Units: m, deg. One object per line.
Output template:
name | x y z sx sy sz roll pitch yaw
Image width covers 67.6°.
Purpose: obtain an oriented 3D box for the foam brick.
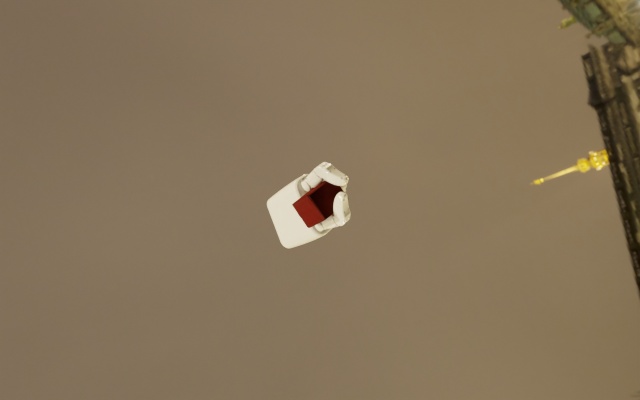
foam brick | 0.000 0.003 0.830 0.051 0.053 0.078 -28 8 46
